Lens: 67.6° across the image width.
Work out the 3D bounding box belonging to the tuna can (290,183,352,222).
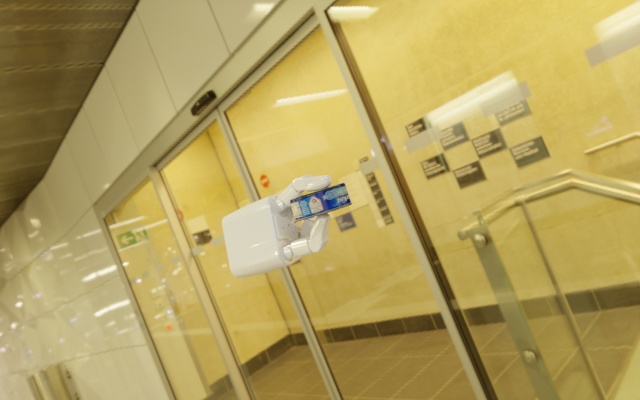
[{"bbox_3d":[0.000,0.002,0.687,0.086,0.034,0.086,-18,1,0],"label":"tuna can"}]
